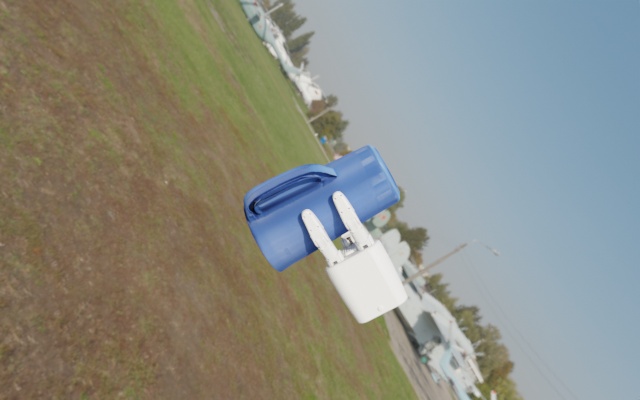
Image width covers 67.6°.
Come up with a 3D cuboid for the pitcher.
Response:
[{"bbox_3d":[0.000,0.003,0.790,0.243,0.145,0.149,-28,4,5],"label":"pitcher"}]
